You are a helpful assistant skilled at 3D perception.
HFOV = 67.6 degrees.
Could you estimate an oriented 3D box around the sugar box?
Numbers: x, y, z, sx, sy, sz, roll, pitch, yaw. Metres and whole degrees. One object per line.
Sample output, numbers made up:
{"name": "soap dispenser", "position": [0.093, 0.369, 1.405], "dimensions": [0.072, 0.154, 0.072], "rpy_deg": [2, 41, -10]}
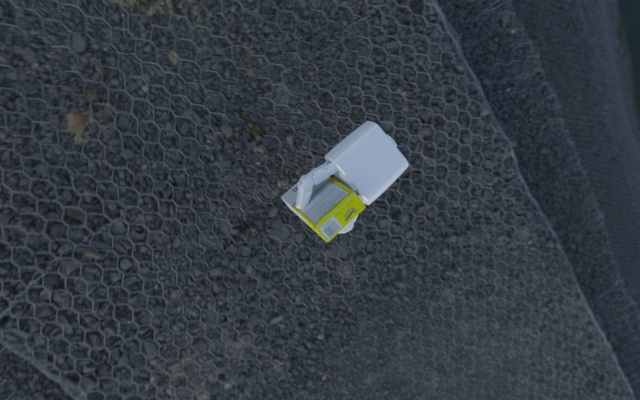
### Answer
{"name": "sugar box", "position": [0.001, 0.003, 0.870], "dimensions": [0.093, 0.048, 0.176], "rpy_deg": [-42, 26, -6]}
